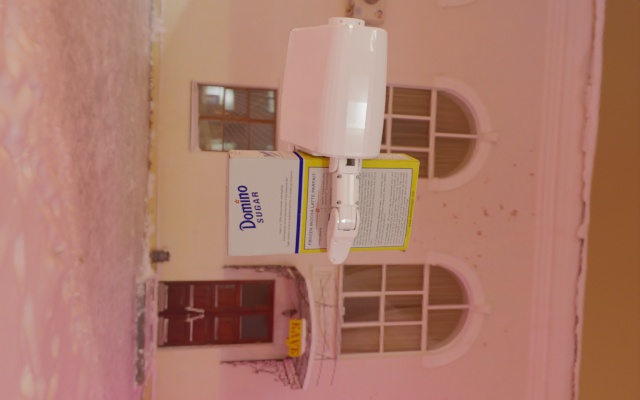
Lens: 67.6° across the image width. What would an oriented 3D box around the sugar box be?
[{"bbox_3d":[0.000,0.001,0.452,0.176,0.093,0.048,1,15,-12],"label":"sugar box"}]
